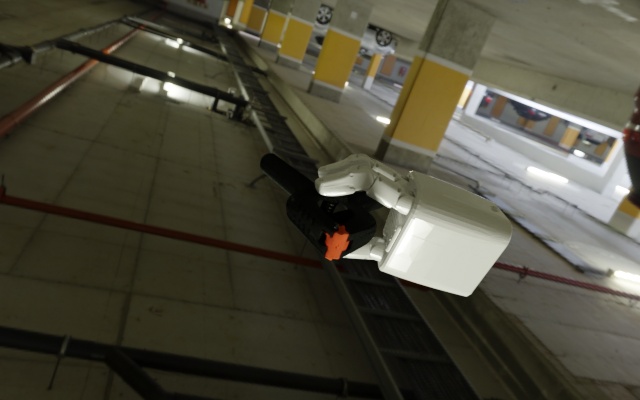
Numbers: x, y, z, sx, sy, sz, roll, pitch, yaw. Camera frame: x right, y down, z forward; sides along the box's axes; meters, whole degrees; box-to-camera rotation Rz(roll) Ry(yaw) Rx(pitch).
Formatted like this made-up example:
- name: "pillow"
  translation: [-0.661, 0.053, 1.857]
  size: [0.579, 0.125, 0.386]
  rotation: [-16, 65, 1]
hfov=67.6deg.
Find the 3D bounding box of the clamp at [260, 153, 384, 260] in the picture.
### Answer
- name: "clamp"
  translation: [0.000, 0.003, 0.515]
  size: [0.164, 0.036, 0.210]
  rotation: [19, 18, -2]
